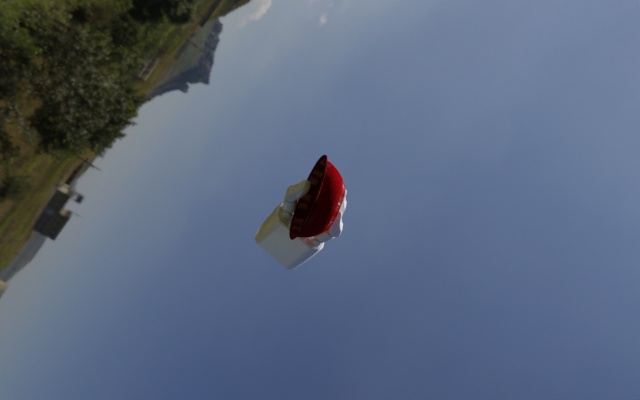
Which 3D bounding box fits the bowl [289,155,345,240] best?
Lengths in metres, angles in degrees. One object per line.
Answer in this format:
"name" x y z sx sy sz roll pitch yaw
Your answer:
"bowl" 0.001 0.002 0.847 0.055 0.162 0.162 22 -4 -11
